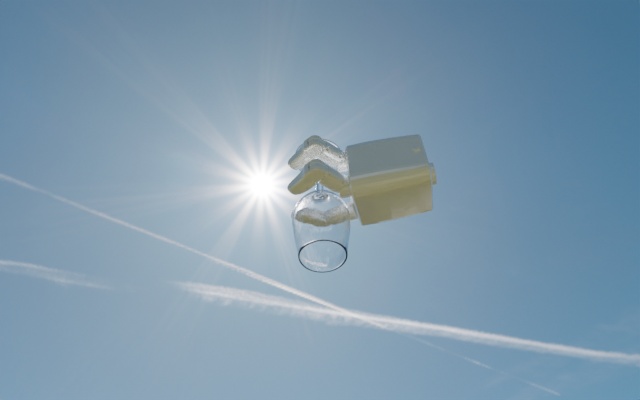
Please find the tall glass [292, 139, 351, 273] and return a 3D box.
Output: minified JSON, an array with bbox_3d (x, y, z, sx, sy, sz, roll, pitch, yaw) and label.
[{"bbox_3d":[0.000,0.002,0.662,0.079,0.079,0.200,0,43,-2],"label":"tall glass"}]
